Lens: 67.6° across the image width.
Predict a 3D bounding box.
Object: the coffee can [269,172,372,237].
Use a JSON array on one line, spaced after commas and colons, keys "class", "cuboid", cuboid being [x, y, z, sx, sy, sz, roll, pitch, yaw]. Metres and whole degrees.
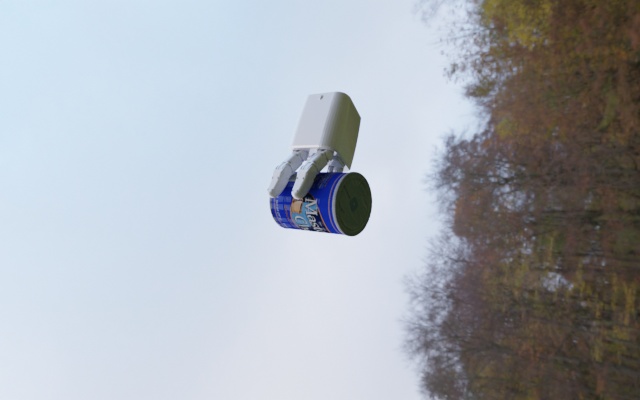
[{"class": "coffee can", "cuboid": [0.000, 0.003, 0.796, 0.140, 0.103, 0.103, 4, 2, 39]}]
